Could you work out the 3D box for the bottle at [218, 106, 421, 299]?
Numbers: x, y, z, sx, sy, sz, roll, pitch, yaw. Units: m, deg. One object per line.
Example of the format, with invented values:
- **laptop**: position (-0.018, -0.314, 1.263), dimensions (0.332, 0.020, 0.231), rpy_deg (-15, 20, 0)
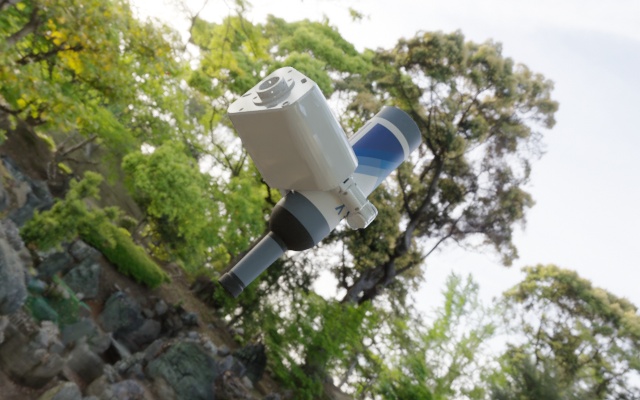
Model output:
- **bottle**: position (0.000, 0.002, 0.562), dimensions (0.295, 0.069, 0.069), rpy_deg (-43, 16, -19)
